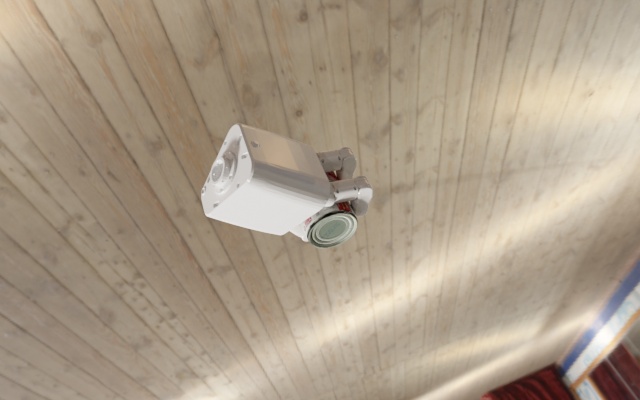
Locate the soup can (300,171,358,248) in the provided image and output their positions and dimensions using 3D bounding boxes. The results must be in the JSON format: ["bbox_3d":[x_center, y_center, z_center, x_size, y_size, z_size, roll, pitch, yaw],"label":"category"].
[{"bbox_3d":[0.001,0.002,0.615,0.068,0.102,0.069,-14,-40,-12],"label":"soup can"}]
